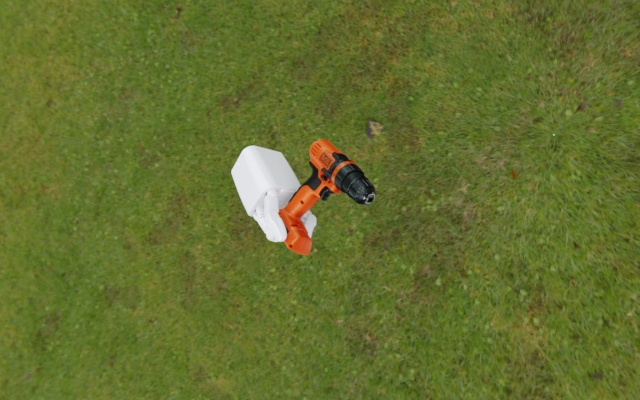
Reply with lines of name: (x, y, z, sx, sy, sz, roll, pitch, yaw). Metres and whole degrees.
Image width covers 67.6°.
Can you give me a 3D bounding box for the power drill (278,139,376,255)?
power drill: (0.000, 0.003, 0.849, 0.057, 0.188, 0.184, 26, 17, -41)
